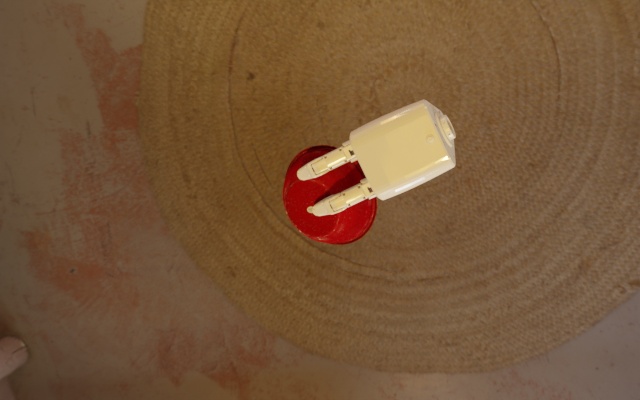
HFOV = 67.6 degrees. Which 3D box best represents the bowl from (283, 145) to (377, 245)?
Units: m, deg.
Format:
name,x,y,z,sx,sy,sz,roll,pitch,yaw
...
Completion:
name,x,y,z,sx,sy,sz,roll,pitch,yaw
bowl,-0.001,0.003,0.711,0.162,0.162,0.055,0,20,32
